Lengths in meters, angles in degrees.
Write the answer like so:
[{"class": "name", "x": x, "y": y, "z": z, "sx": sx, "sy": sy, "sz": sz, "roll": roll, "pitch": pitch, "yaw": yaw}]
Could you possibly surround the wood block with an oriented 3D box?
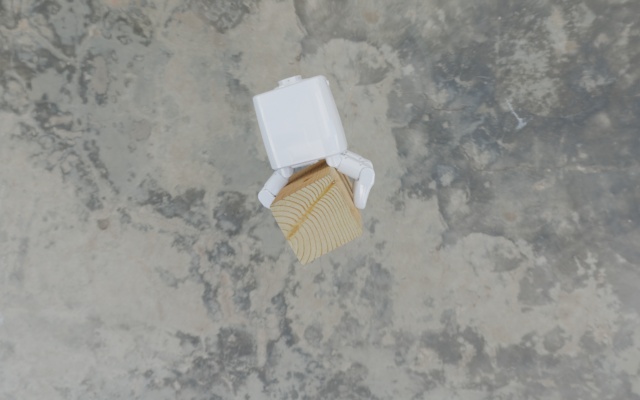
[{"class": "wood block", "x": 0.000, "y": 0.002, "z": 0.691, "sx": 0.091, "sy": 0.090, "sz": 0.206, "roll": -27, "pitch": 10, "yaw": 9}]
